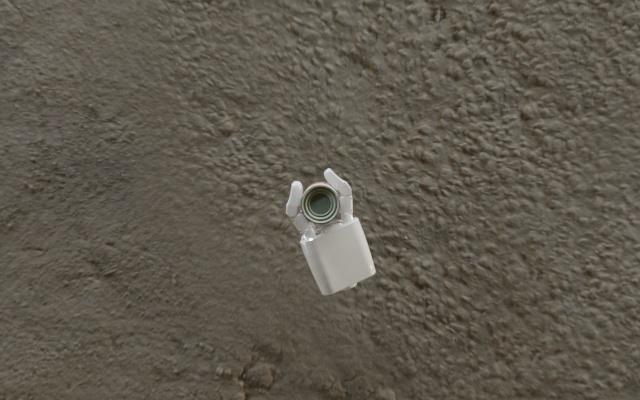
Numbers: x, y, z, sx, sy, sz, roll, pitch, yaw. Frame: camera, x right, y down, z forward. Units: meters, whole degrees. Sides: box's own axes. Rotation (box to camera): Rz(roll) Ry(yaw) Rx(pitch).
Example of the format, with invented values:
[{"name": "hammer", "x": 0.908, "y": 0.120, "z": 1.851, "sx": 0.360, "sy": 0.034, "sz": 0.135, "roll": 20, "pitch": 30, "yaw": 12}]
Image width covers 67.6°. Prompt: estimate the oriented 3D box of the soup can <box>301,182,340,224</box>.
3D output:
[{"name": "soup can", "x": 0.000, "y": 0.002, "z": 0.848, "sx": 0.068, "sy": 0.068, "sz": 0.102, "roll": 0, "pitch": 5, "yaw": 1}]
